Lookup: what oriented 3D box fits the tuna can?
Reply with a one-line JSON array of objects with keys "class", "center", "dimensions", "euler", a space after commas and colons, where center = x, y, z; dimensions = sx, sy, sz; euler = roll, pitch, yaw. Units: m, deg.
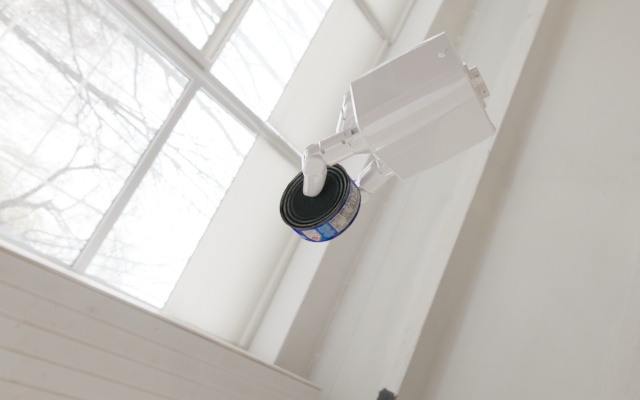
[{"class": "tuna can", "center": [0.000, 0.002, 0.516], "dimensions": [0.086, 0.086, 0.034], "euler": [0, -33, 37]}]
